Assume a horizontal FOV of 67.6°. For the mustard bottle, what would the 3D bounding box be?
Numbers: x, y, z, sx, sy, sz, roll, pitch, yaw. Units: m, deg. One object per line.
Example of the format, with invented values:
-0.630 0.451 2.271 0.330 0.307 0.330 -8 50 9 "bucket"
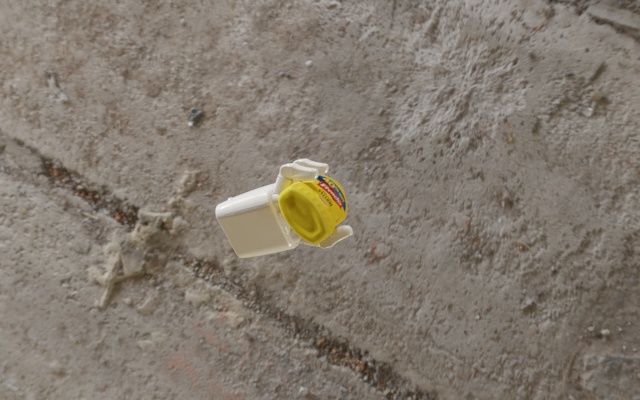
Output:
0.000 0.003 0.797 0.058 0.096 0.191 -40 -1 21 "mustard bottle"
